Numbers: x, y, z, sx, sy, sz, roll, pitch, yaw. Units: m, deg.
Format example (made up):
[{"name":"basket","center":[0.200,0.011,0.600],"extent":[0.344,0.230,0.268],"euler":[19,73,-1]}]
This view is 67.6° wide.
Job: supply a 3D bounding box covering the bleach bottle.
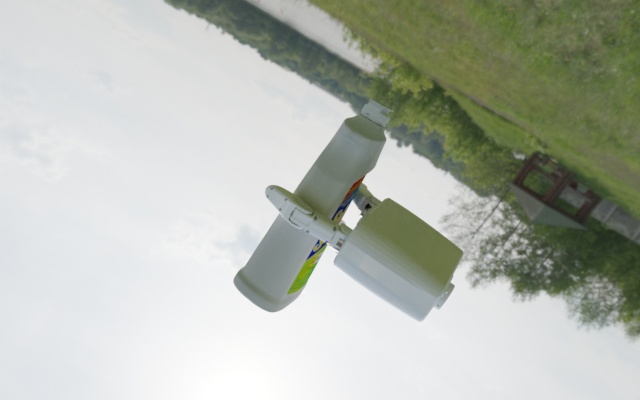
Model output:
[{"name":"bleach bottle","center":[0.000,0.002,0.533],"extent":[0.068,0.251,0.102],"euler":[35,16,14]}]
